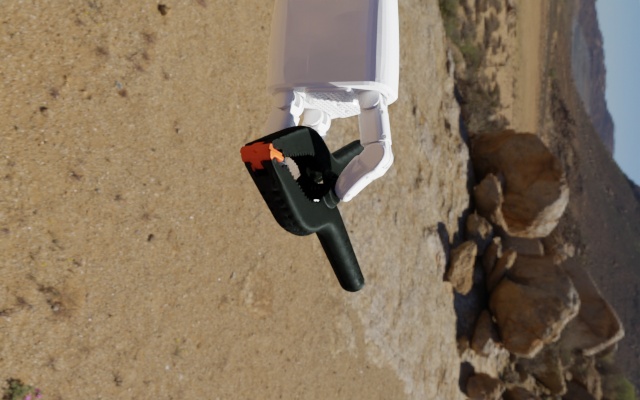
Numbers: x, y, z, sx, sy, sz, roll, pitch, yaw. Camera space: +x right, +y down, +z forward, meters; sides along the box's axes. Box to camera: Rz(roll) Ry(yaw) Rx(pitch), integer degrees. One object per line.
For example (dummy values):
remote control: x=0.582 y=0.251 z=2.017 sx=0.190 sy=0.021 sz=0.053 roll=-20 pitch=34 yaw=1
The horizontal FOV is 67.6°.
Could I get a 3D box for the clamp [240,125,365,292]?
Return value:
clamp: x=0.001 y=0.001 z=0.433 sx=0.036 sy=0.164 sz=0.210 roll=-4 pitch=-10 yaw=27
